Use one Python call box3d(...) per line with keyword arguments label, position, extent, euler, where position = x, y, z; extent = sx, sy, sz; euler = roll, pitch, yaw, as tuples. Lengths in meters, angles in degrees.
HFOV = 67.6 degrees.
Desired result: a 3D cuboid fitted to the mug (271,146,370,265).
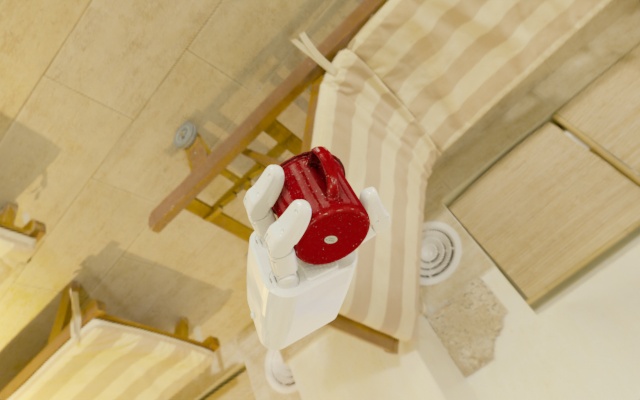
box3d(label="mug", position=(0.000, 0.001, 0.476), extent=(0.093, 0.117, 0.081), euler=(-9, 45, -22))
